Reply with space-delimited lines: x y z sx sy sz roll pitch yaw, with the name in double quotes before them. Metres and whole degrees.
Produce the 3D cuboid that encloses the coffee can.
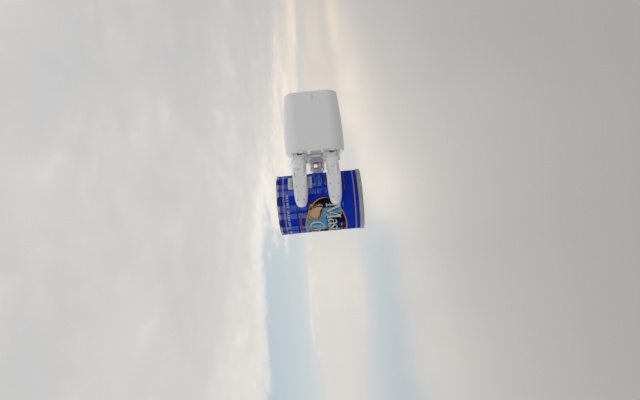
"coffee can" 0.000 0.003 0.815 0.140 0.103 0.103 -5 0 1
